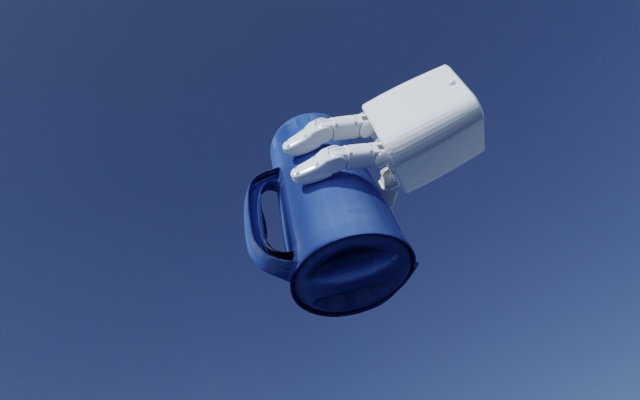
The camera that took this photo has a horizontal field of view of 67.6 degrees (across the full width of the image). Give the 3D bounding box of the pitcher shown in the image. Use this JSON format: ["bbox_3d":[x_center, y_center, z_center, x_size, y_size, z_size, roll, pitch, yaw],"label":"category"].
[{"bbox_3d":[0.000,0.002,0.562,0.145,0.242,0.149,-28,-46,10],"label":"pitcher"}]
